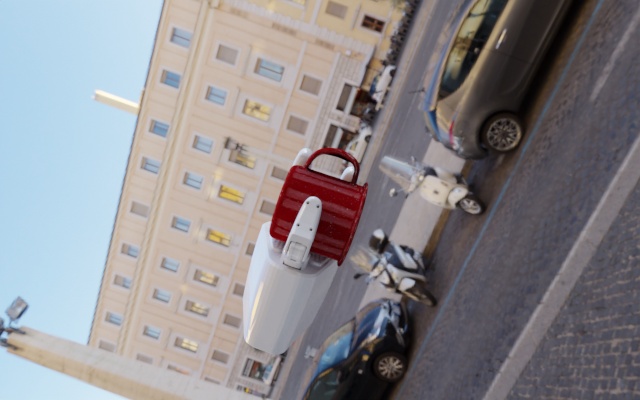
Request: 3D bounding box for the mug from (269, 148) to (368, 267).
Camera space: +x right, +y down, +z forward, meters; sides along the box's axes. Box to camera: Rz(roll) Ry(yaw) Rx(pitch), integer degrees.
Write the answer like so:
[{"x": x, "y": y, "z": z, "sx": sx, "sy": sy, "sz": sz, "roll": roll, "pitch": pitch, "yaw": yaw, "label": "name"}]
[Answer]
[{"x": 0.000, "y": 0.000, "z": 0.496, "sx": 0.081, "sy": 0.117, "sz": 0.093, "roll": 19, "pitch": 18, "yaw": 0, "label": "mug"}]
